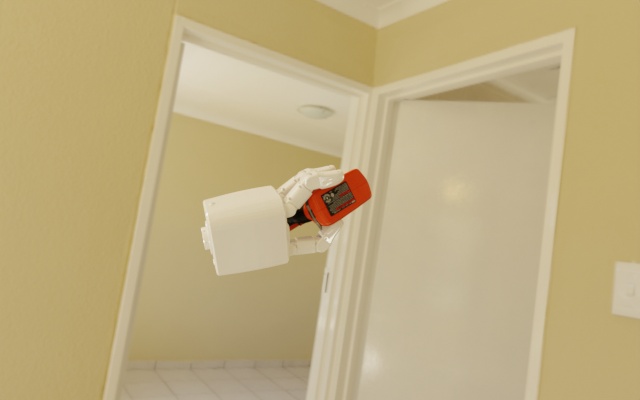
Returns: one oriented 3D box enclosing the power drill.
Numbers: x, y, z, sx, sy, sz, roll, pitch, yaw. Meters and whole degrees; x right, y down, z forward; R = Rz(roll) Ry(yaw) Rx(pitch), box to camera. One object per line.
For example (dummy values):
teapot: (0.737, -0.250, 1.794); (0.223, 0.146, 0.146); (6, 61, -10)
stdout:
power drill: (0.000, 0.003, 0.780); (0.184, 0.057, 0.188); (-33, 6, -30)
